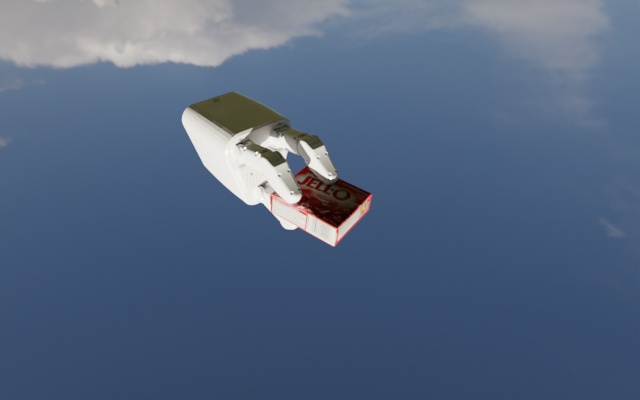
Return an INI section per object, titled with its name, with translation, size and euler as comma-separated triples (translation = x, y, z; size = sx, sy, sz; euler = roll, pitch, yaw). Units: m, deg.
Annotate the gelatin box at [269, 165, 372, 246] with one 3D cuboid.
[gelatin box]
translation = 0.000, 0.002, 0.529
size = 0.089, 0.030, 0.073
euler = 27, 45, 22
